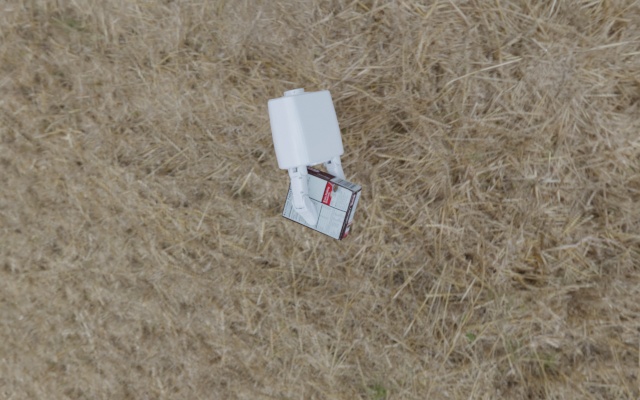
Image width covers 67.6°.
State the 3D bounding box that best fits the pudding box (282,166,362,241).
[{"bbox_3d":[0.000,0.003,0.774,0.113,0.090,0.039,23,21,20],"label":"pudding box"}]
